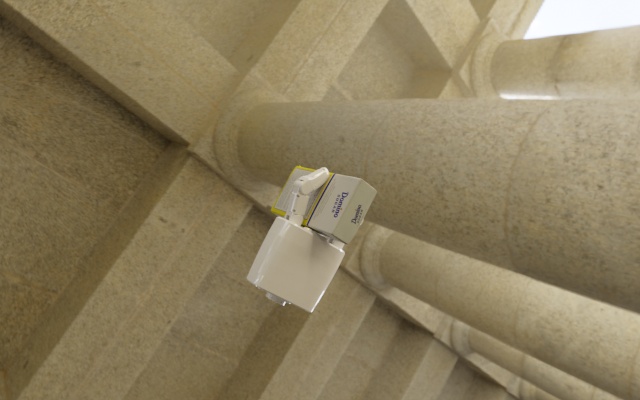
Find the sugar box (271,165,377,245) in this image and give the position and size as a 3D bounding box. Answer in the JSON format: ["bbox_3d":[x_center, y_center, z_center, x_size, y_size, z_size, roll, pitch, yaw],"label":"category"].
[{"bbox_3d":[0.000,0.003,0.746,0.048,0.093,0.176,35,-10,-37],"label":"sugar box"}]
